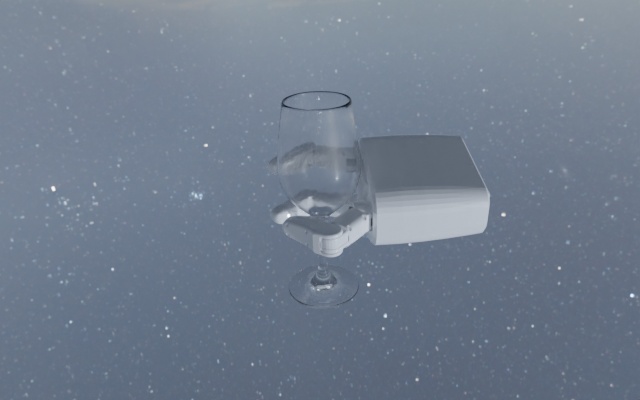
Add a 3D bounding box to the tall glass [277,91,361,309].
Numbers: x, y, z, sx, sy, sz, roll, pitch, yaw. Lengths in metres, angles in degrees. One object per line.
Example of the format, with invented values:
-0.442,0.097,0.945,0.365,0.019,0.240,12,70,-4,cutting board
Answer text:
0.000,0.002,0.459,0.079,0.201,0.079,-2,27,1,tall glass
